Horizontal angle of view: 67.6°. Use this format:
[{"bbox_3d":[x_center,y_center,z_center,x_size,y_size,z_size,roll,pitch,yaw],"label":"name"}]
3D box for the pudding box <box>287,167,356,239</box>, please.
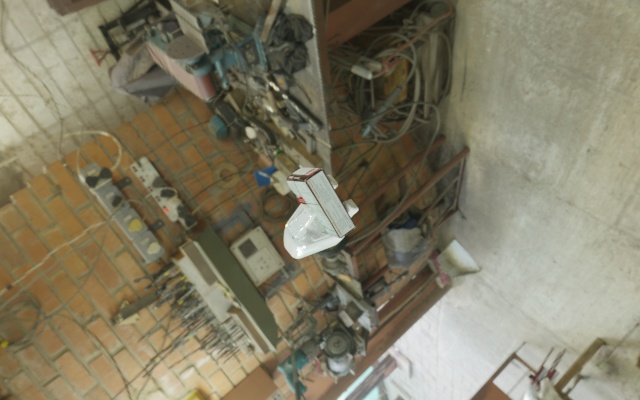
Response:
[{"bbox_3d":[0.000,0.003,0.765,0.039,0.113,0.090,-38,17,-17],"label":"pudding box"}]
